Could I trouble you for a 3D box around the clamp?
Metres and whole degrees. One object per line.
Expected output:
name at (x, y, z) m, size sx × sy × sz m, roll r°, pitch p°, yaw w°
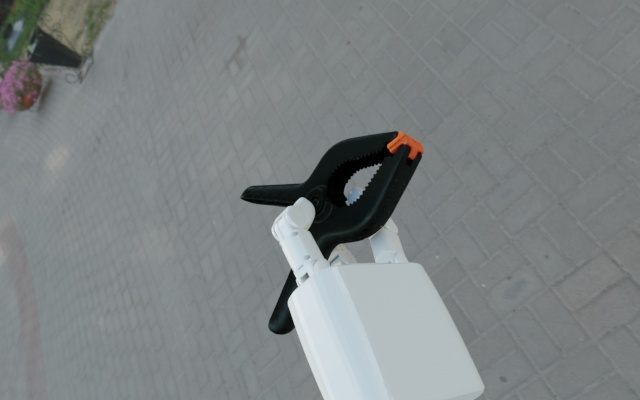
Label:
clamp at (0.000, 0.001, 0.442) m, size 0.036 × 0.164 × 0.210 m, roll 18°, pitch -54°, yaw -45°
